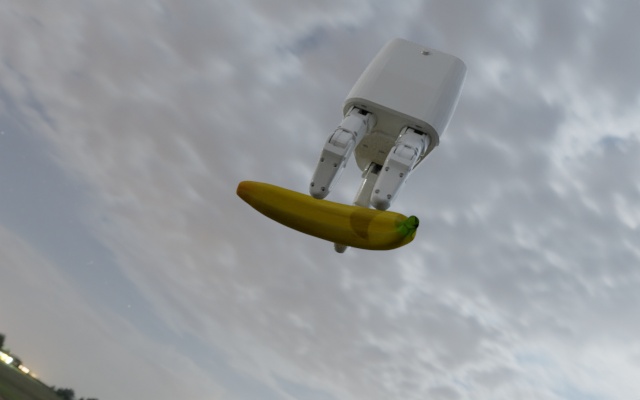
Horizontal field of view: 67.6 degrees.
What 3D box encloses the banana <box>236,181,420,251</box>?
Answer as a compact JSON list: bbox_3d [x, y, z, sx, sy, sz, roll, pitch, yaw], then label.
[{"bbox_3d":[0.010,0.013,0.443,0.198,0.037,0.070,9,-32,34],"label":"banana"}]
